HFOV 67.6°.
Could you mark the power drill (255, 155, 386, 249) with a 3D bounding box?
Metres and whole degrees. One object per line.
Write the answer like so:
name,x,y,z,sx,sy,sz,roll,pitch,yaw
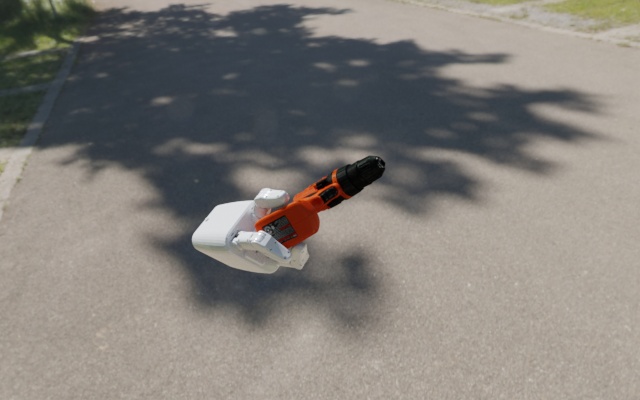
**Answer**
power drill,0.000,0.003,0.732,0.184,0.057,0.187,-31,4,34
